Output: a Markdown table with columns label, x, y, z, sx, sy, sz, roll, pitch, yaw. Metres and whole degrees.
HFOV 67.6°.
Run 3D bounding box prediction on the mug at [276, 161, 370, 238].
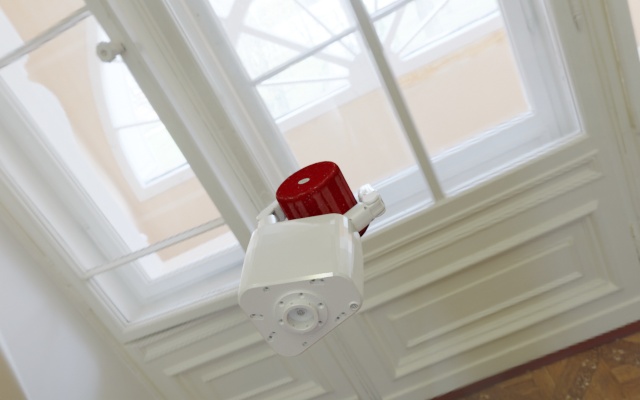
| label | x | y | z | sx | sy | sz | roll | pitch | yaw |
| --- | --- | --- | --- | --- | --- | --- | --- | --- | --- |
| mug | 0.000 | 0.001 | 0.572 | 0.093 | 0.081 | 0.117 | -24 | 24 | 11 |
